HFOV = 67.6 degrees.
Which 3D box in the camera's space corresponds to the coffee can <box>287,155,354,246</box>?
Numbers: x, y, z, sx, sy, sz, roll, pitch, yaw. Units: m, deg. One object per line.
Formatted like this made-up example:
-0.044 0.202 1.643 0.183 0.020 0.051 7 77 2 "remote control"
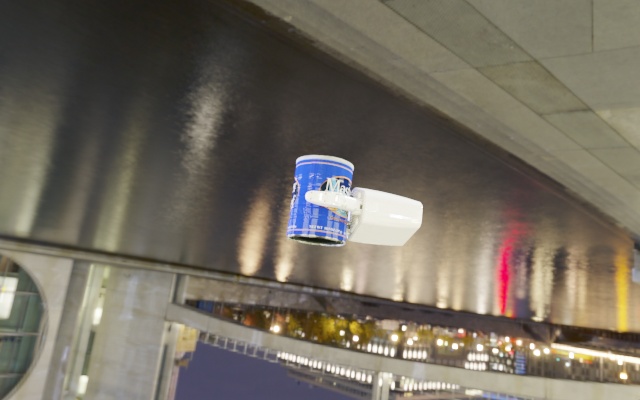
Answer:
0.000 0.003 0.836 0.103 0.140 0.103 6 -12 1 "coffee can"
